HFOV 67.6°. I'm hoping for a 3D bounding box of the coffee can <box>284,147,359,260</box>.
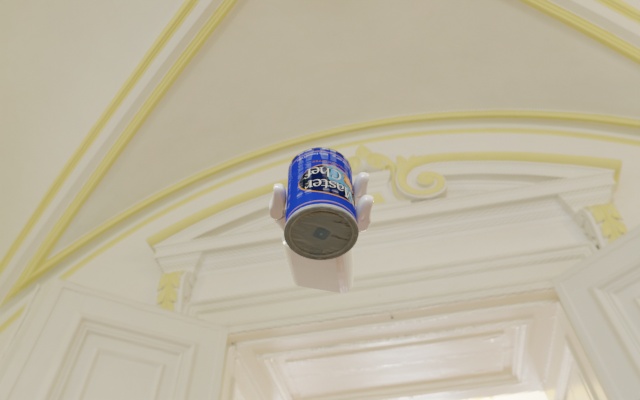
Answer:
[{"bbox_3d":[0.000,0.002,0.706,0.103,0.103,0.140,0,40,-1],"label":"coffee can"}]
